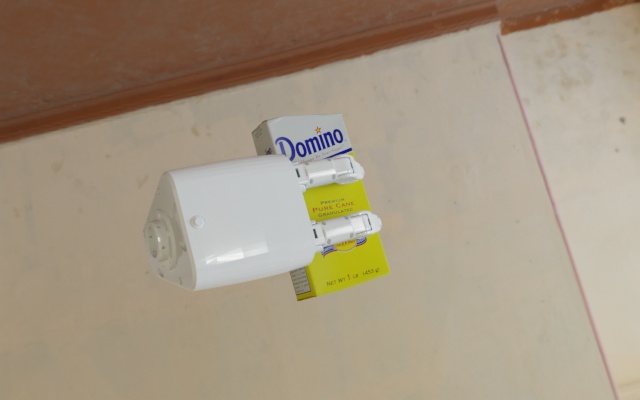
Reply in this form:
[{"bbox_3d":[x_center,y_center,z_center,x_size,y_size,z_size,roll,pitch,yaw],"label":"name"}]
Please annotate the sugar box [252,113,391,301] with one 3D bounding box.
[{"bbox_3d":[0.000,0.002,0.478,0.093,0.176,0.048,-11,-8,-33],"label":"sugar box"}]
